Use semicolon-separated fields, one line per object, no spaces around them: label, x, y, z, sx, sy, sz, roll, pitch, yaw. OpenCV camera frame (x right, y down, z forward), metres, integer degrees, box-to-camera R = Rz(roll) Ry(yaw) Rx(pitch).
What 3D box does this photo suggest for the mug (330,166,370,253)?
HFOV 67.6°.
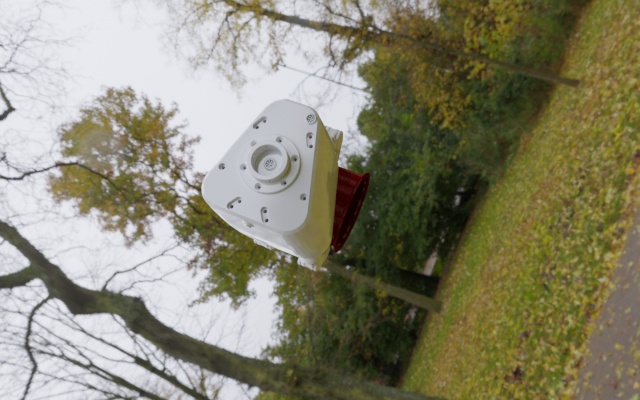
mug;0.000;0.002;0.532;0.081;0.093;0.117;22;-12;12
